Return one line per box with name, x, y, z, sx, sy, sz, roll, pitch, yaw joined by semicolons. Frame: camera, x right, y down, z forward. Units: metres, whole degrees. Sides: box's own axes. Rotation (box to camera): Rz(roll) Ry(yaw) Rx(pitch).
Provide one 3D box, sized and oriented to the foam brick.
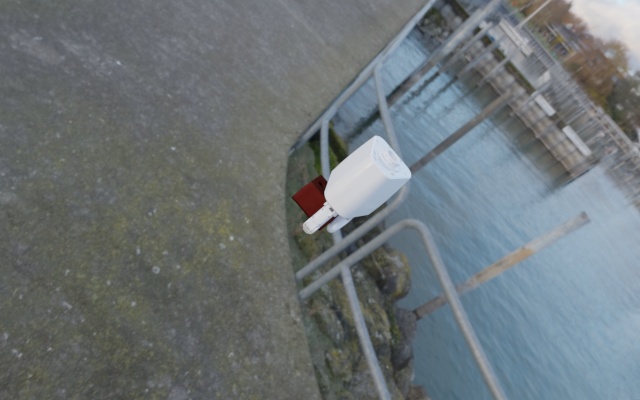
foam brick;0.000;0.003;0.842;0.051;0.078;0.053;-41;-2;28
